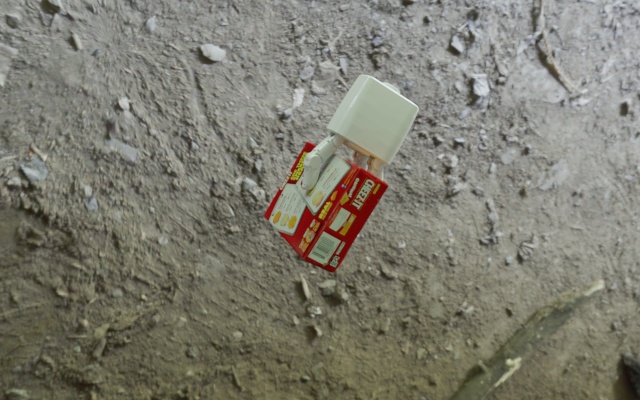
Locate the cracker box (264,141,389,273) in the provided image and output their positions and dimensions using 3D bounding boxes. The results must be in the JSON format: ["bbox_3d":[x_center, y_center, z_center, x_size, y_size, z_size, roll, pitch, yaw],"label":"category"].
[{"bbox_3d":[0.000,0.003,0.806,0.072,0.164,0.213,29,3,-28],"label":"cracker box"}]
